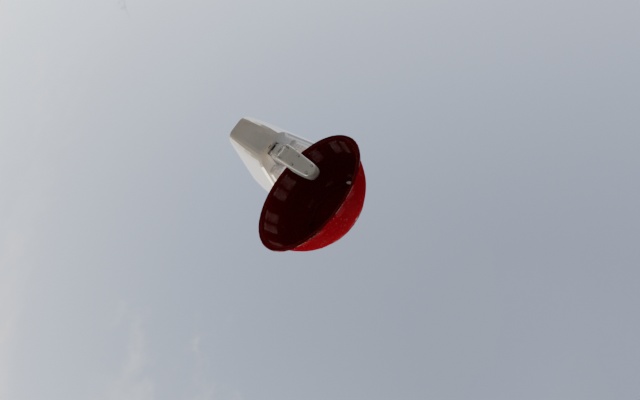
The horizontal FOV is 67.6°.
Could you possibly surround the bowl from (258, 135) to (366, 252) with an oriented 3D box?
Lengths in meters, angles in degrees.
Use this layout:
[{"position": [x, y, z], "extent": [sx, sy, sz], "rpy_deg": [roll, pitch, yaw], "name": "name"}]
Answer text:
[{"position": [0.001, 0.003, 0.569], "extent": [0.055, 0.162, 0.162], "rpy_deg": [39, -22, -30], "name": "bowl"}]
